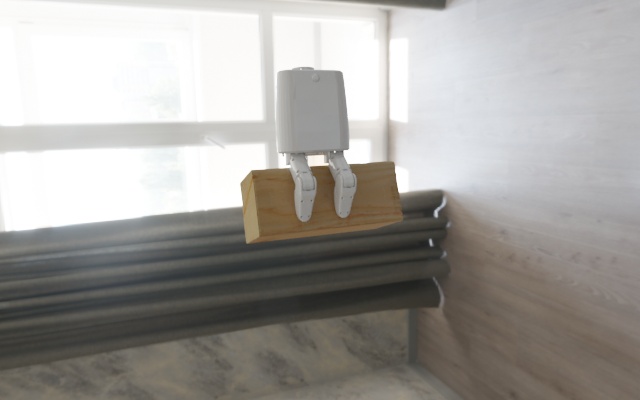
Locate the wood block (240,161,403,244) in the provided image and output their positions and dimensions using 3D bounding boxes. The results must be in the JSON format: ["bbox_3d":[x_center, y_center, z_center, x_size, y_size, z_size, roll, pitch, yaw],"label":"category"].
[{"bbox_3d":[0.000,0.002,0.675,0.206,0.090,0.091,-5,-8,-20],"label":"wood block"}]
